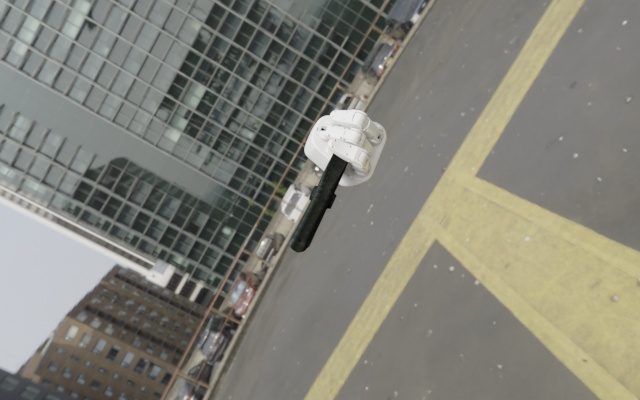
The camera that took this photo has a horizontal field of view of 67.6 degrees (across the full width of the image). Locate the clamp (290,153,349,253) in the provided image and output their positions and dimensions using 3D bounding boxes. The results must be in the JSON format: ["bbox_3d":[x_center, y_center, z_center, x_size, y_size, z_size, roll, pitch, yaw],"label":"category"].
[{"bbox_3d":[0.000,0.002,0.708,0.039,0.171,0.120,29,-11,-3],"label":"clamp"}]
